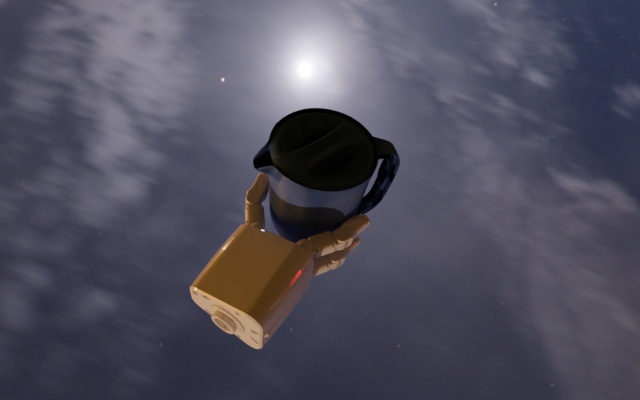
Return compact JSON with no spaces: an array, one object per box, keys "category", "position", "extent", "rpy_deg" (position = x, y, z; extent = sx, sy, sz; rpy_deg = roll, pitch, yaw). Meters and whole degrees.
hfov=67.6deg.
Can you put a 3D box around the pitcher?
[{"category":"pitcher","position":[0.000,0.002,0.659],"extent":[0.149,0.145,0.243],"rpy_deg":[28,-35,12]}]
